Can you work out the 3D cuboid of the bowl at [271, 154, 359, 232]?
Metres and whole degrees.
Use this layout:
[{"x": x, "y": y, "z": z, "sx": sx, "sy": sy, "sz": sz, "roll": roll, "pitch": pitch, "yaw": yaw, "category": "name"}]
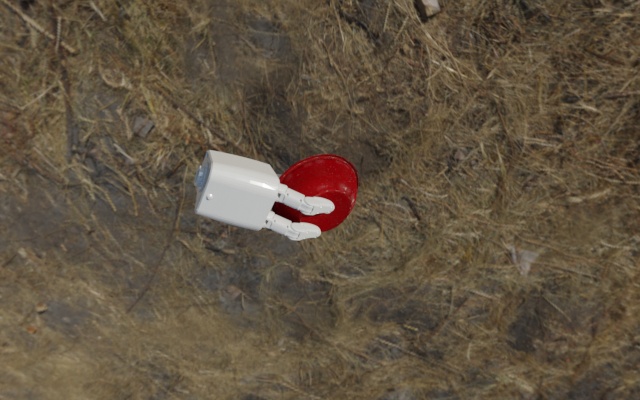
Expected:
[{"x": 0.002, "y": 0.003, "z": 0.809, "sx": 0.162, "sy": 0.162, "sz": 0.055, "roll": 0, "pitch": 39, "yaw": -26, "category": "bowl"}]
